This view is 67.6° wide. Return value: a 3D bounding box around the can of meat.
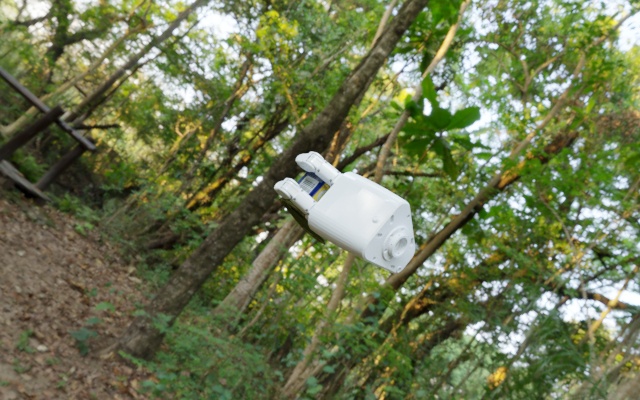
[{"bbox_3d":[0.000,0.002,0.719,0.057,0.084,0.102,29,-17,45],"label":"can of meat"}]
